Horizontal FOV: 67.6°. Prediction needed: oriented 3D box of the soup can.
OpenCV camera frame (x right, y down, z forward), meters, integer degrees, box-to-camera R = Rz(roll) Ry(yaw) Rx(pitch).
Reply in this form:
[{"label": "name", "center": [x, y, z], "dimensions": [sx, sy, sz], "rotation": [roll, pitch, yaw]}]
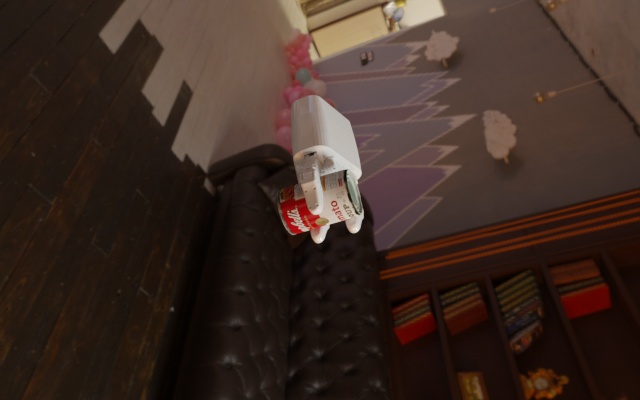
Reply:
[{"label": "soup can", "center": [0.000, 0.002, 0.664], "dimensions": [0.102, 0.068, 0.068], "rotation": [-17, -5, 15]}]
